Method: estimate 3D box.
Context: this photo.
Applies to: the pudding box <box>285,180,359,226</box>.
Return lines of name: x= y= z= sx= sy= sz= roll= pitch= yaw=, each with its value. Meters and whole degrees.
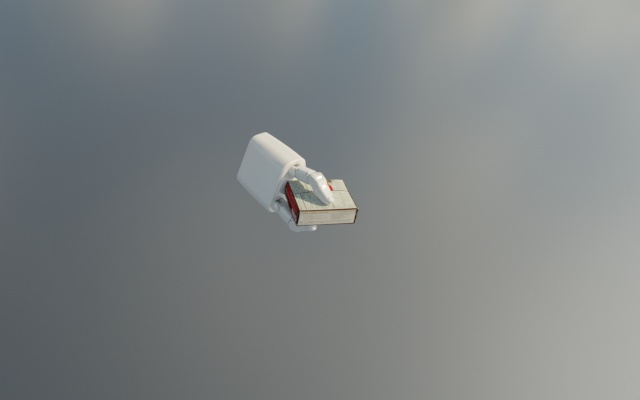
pudding box: x=0.000 y=0.003 z=0.854 sx=0.113 sy=0.039 sz=0.090 roll=-3 pitch=40 yaw=-18
